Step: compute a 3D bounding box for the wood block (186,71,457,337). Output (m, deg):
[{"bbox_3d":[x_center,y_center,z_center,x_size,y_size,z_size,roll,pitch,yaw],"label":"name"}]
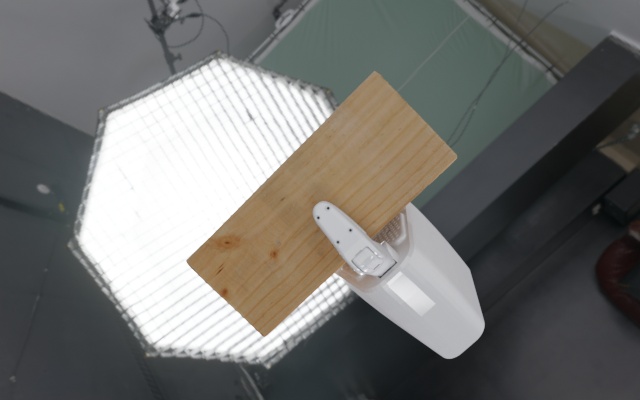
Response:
[{"bbox_3d":[0.000,0.002,0.403,0.206,0.090,0.091,-44,4,8],"label":"wood block"}]
